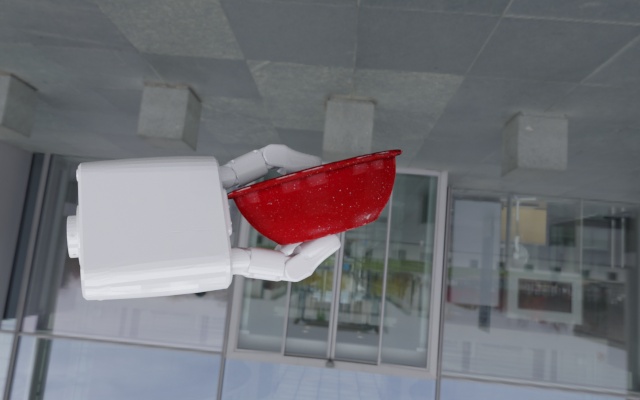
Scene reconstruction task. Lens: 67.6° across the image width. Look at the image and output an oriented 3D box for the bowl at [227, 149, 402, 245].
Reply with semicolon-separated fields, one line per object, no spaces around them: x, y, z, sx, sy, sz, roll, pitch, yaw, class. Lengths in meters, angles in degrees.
0.001;0.001;0.425;0.162;0.055;0.162;-15;0;0;bowl
